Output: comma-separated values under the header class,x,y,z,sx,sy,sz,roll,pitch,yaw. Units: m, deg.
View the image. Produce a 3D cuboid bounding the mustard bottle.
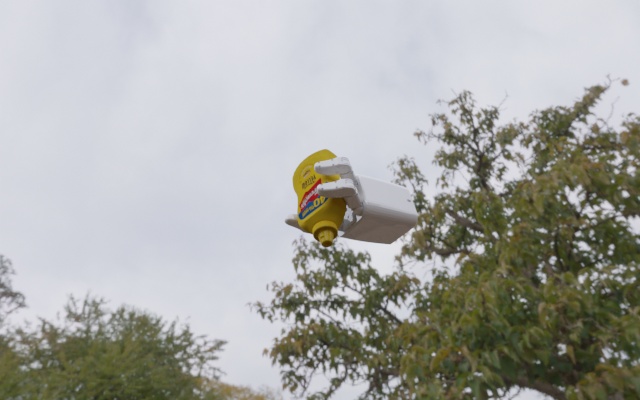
class,x,y,z,sx,sy,sz,roll,pitch,yaw
mustard bottle,0.000,0.002,0.818,0.096,0.191,0.058,-37,-51,25
